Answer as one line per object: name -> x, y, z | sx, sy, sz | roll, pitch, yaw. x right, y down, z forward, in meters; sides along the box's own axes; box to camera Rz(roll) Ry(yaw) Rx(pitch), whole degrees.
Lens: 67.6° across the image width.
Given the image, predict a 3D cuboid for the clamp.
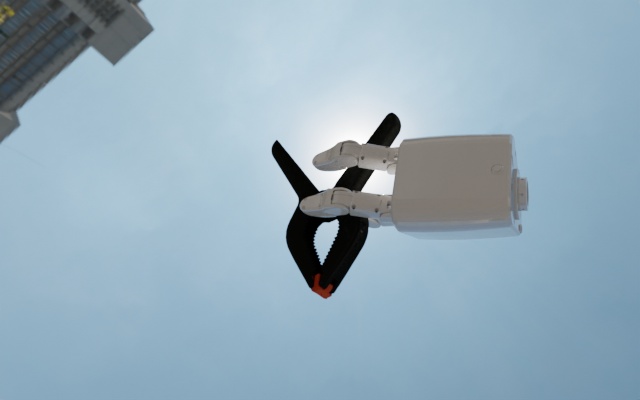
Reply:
clamp -> 0.001, 0.003, 0.529 | 0.164, 0.210, 0.036 | -3, -27, 30
